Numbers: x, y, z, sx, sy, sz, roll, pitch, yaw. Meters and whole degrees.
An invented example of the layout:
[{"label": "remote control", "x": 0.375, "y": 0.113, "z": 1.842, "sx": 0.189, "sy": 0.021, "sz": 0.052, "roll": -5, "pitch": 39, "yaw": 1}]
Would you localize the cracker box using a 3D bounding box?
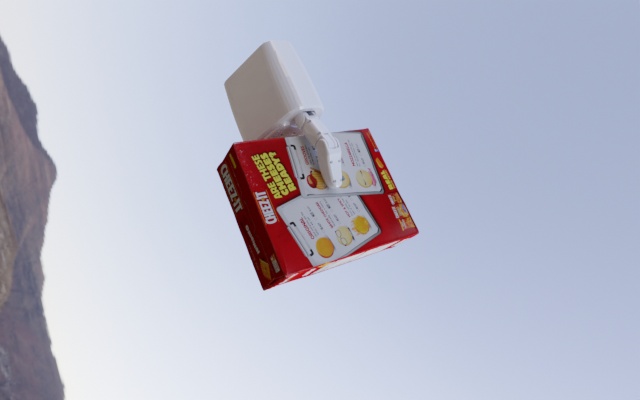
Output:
[{"label": "cracker box", "x": 0.000, "y": 0.002, "z": 0.599, "sx": 0.213, "sy": 0.164, "sz": 0.072, "roll": -13, "pitch": -18, "yaw": -36}]
